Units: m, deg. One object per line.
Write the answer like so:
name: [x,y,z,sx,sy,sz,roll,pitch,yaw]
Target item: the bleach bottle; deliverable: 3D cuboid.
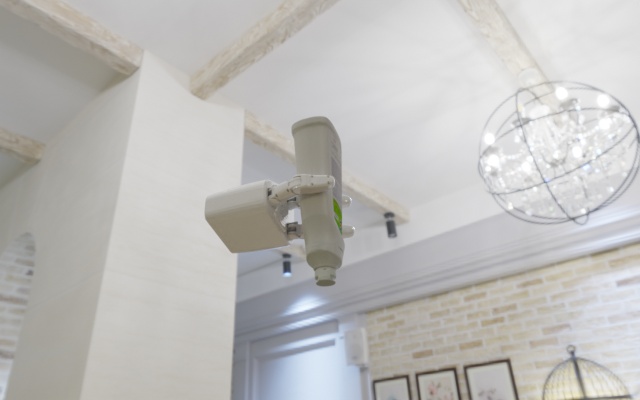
bleach bottle: [0.000,0.002,0.720,0.068,0.250,0.103,-12,-30,16]
